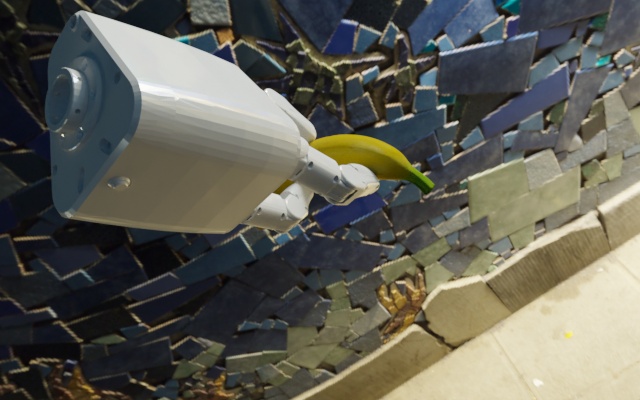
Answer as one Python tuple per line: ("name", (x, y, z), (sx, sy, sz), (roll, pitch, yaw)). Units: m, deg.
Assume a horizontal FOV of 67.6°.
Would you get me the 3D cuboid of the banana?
("banana", (-0.004, -0.016, 0.417), (0.198, 0.069, 0.037), (-13, 14, 40))
